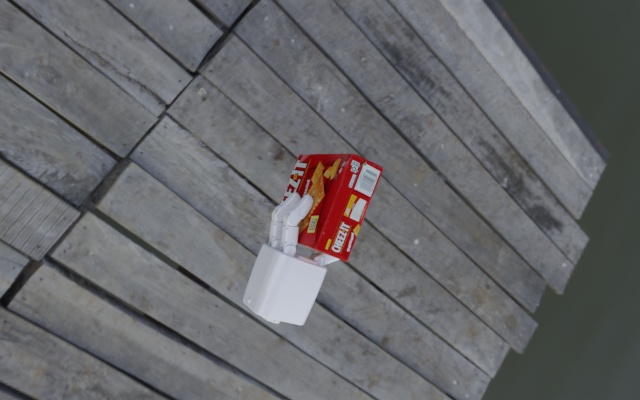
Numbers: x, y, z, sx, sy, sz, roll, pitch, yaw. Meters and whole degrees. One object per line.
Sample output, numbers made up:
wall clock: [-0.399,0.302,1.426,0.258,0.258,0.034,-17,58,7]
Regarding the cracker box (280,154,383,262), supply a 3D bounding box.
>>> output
cracker box: [0.000,0.003,0.834,0.072,0.164,0.213,24,-6,-26]
